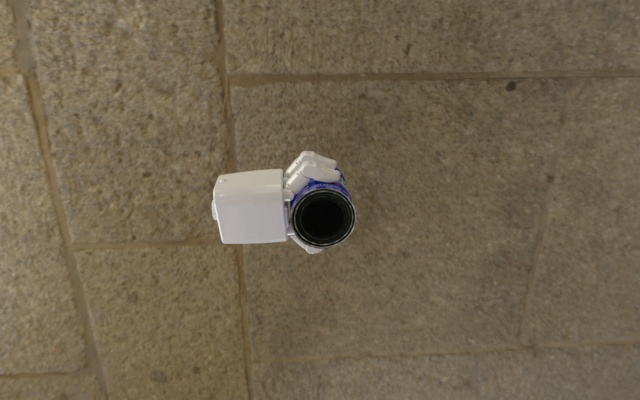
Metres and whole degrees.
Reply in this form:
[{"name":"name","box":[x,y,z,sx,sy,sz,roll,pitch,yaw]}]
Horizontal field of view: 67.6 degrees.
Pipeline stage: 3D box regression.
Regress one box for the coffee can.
[{"name":"coffee can","box":[0.000,0.003,0.788,0.103,0.103,0.140,0,22,-4]}]
